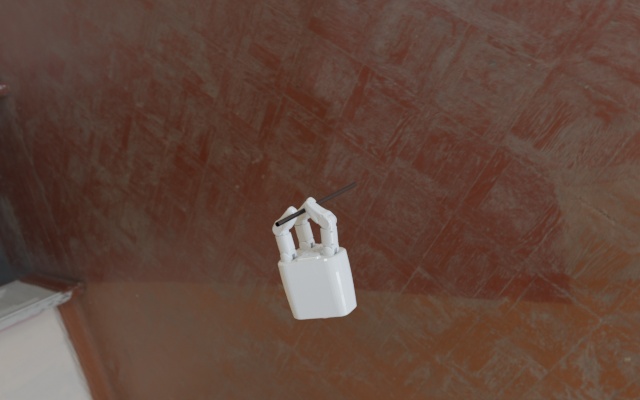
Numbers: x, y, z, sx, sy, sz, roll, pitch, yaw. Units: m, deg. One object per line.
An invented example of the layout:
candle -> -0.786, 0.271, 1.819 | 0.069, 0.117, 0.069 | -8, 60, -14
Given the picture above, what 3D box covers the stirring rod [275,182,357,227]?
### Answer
stirring rod -> 0.000, 0.003, 0.827 | 0.011, 0.011, 0.239 | 0, 16, 35
